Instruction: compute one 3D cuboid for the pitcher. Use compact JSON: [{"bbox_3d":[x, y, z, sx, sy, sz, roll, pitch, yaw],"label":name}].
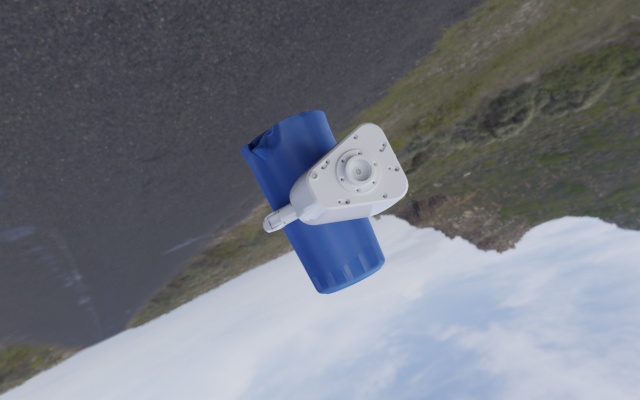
[{"bbox_3d":[0.000,0.002,0.693,0.149,0.243,0.145,-24,-4,-16],"label":"pitcher"}]
